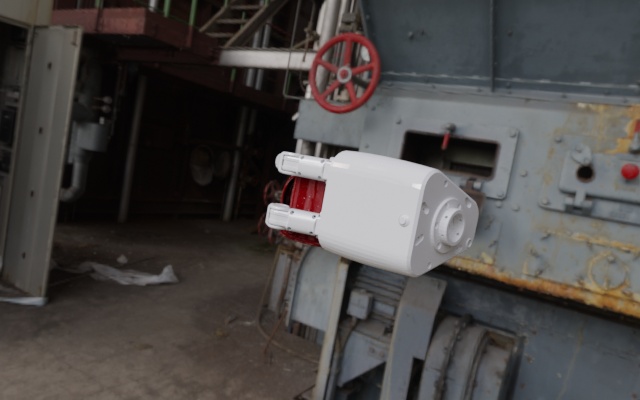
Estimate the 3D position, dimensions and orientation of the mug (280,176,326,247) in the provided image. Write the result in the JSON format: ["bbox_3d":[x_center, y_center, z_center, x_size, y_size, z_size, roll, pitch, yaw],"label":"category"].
[{"bbox_3d":[-0.001,0.001,0.534,0.093,0.081,0.117,5,7,-46],"label":"mug"}]
